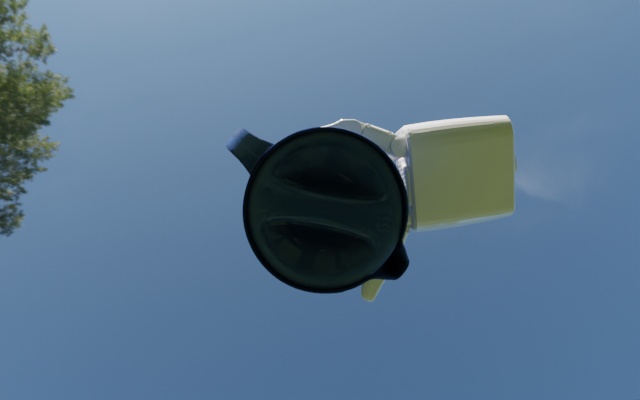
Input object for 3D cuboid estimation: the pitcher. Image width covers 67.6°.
[{"bbox_3d":[0.000,0.002,0.493,0.145,0.149,0.243,-8,-1,2],"label":"pitcher"}]
